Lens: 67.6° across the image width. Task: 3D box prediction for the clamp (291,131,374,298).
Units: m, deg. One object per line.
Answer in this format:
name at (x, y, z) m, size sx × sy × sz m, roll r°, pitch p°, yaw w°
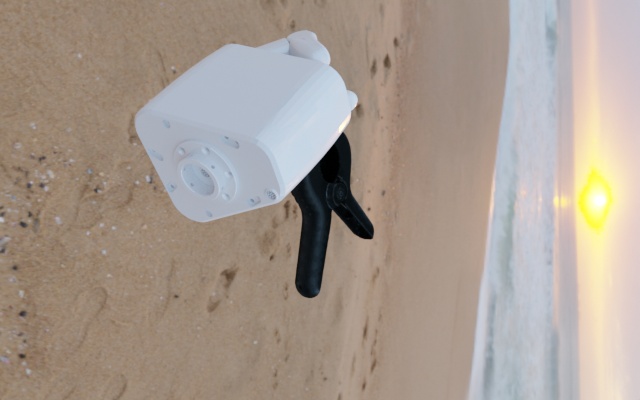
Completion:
clamp at (0.001, 0.001, 0.435) m, size 0.039 × 0.172 × 0.120 m, roll 2°, pitch 37°, yaw 32°
